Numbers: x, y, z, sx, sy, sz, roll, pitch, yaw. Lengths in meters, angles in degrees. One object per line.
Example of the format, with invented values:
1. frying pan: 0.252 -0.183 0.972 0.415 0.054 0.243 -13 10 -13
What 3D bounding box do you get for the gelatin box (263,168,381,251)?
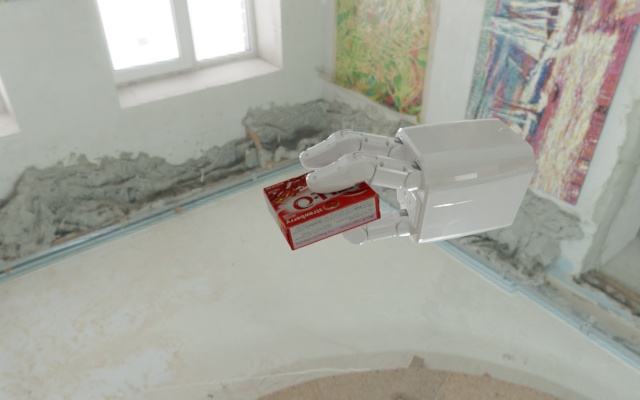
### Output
1. gelatin box: 0.000 0.002 0.440 0.089 0.030 0.073 -20 35 -13
